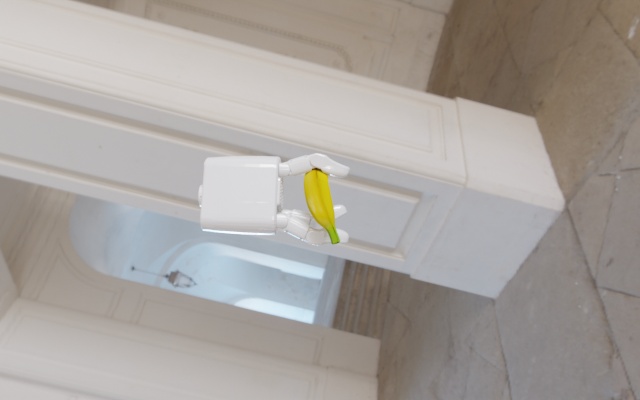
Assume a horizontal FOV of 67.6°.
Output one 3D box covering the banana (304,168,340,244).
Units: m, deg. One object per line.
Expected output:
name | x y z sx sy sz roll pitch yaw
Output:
banana | -0.003 -0.012 0.696 0.037 0.070 0.197 -11 27 2
